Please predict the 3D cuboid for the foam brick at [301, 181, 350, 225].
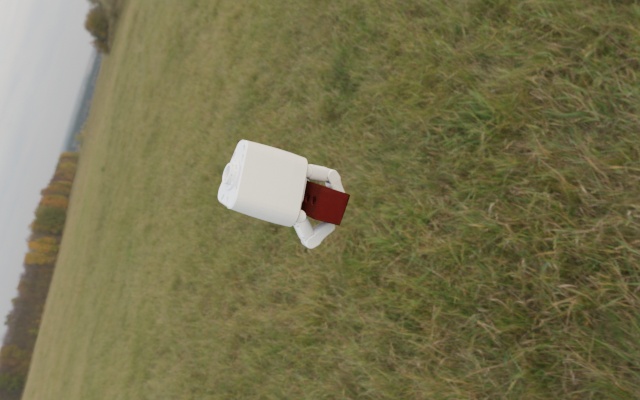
[{"bbox_3d":[0.000,0.002,0.759,0.051,0.053,0.078,16,2,-29],"label":"foam brick"}]
